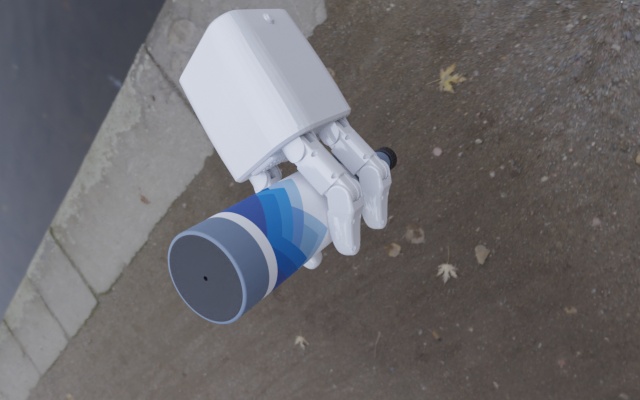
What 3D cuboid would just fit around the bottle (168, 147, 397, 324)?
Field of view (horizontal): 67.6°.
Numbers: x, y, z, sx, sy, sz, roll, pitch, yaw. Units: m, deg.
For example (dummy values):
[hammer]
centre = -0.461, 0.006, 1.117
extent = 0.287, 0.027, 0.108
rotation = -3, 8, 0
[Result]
[bottle]
centre = 0.000, 0.002, 0.421
extent = 0.069, 0.069, 0.295
rotation = 0, 19, 32
